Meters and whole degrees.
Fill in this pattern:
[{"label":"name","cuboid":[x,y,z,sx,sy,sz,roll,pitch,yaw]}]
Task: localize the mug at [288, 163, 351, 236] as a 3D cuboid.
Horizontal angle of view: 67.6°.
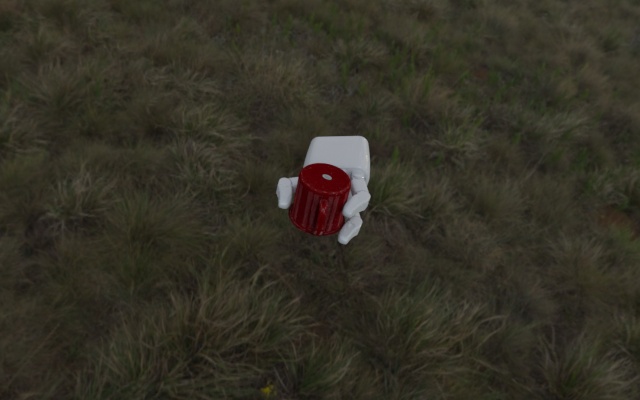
[{"label":"mug","cuboid":[0.000,0.003,0.737,0.093,0.082,0.117,10,38,-3]}]
